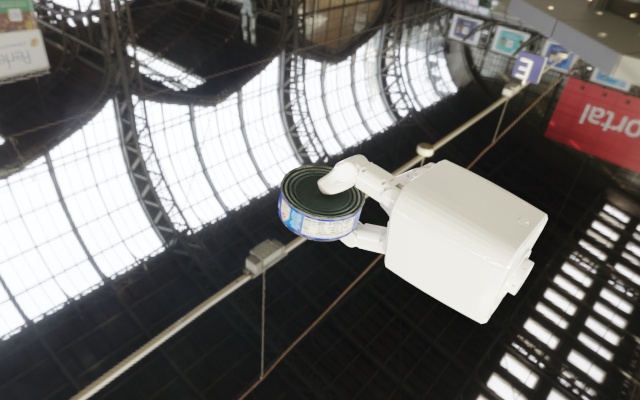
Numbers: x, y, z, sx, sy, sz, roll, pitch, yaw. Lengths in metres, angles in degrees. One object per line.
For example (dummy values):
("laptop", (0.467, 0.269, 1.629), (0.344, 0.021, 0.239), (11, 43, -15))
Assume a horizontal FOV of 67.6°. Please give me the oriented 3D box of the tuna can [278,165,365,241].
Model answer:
("tuna can", (0.000, 0.002, 0.488), (0.086, 0.034, 0.086), (7, 39, -6))
